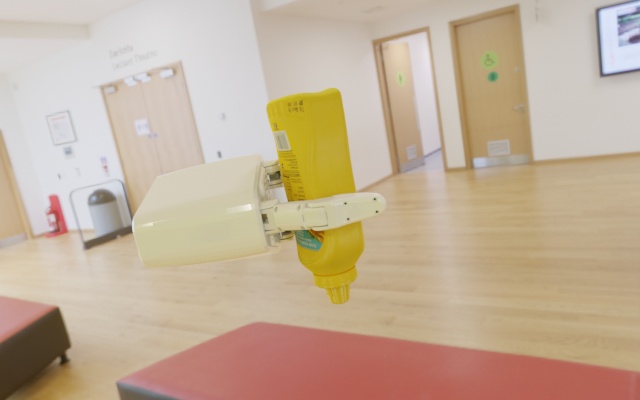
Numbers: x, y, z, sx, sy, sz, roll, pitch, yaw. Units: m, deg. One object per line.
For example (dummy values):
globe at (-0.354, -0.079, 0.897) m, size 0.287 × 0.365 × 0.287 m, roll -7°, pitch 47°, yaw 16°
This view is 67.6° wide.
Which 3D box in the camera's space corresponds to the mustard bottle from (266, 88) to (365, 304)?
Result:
mustard bottle at (0.000, 0.001, 0.427) m, size 0.058 × 0.192 × 0.096 m, roll -15°, pitch 11°, yaw -23°
